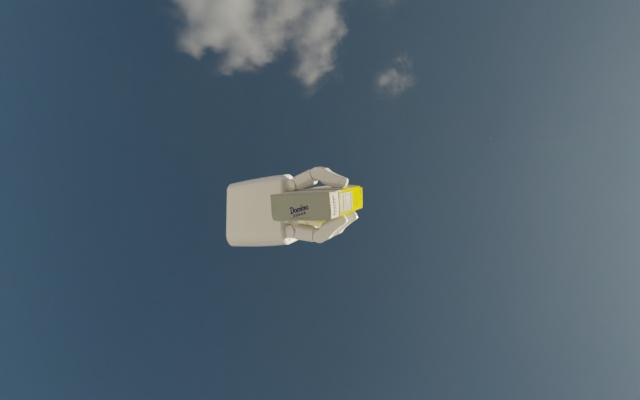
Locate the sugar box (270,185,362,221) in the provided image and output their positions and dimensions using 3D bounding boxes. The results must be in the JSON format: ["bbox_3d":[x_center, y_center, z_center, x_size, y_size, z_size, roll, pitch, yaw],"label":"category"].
[{"bbox_3d":[0.000,0.003,0.751,0.093,0.048,0.176,-2,6,21],"label":"sugar box"}]
